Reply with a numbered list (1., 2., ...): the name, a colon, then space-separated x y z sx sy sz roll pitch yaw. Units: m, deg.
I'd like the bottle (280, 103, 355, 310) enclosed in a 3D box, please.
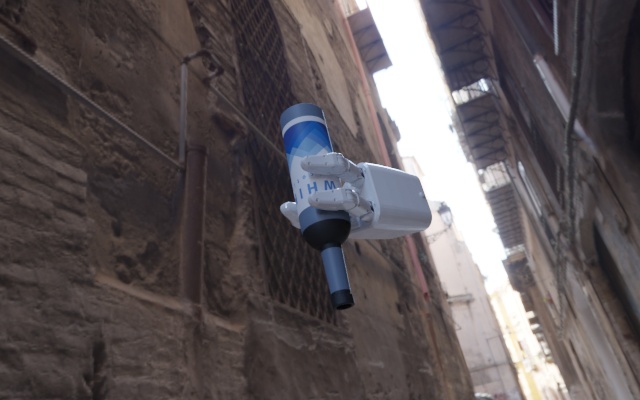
1. bottle: 0.000 0.002 0.645 0.069 0.295 0.069 -10 -29 -5
